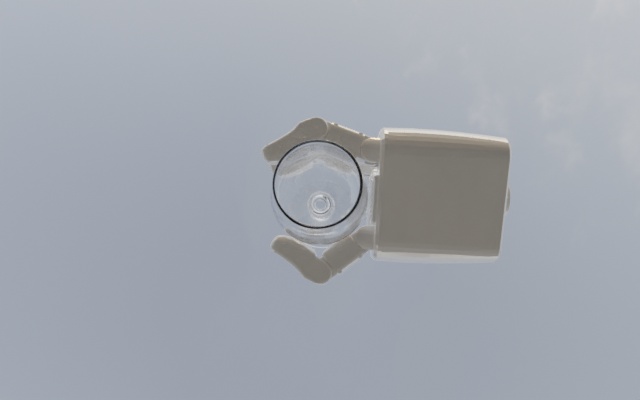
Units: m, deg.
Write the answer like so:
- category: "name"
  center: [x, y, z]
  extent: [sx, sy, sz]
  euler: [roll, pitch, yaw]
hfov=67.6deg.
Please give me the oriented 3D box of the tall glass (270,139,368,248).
- category: "tall glass"
  center: [0.000, 0.002, 0.420]
  extent: [0.079, 0.079, 0.201]
  euler: [0, -7, 1]
